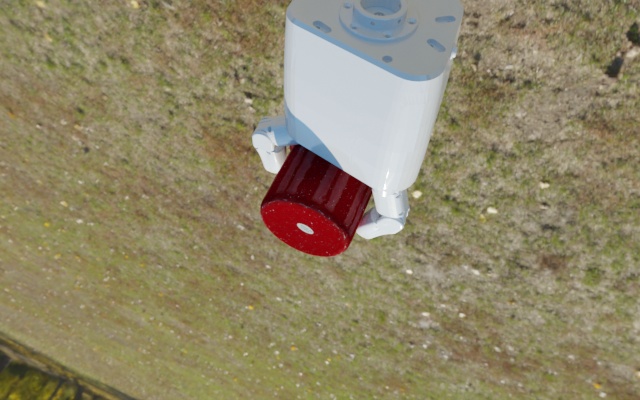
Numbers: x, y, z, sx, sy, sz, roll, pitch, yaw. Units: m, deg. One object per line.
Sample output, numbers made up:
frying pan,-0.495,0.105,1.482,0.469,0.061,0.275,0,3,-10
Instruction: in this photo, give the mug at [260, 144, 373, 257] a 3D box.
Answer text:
mug,0.000,0.002,0.424,0.093,0.081,0.117,18,-33,13
